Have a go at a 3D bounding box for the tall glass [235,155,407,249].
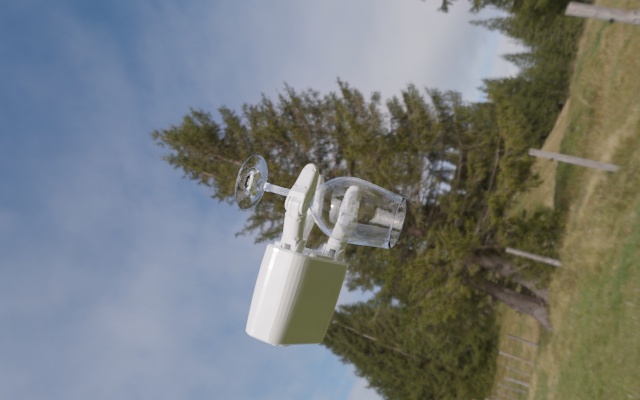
[{"bbox_3d":[-0.001,0.002,0.582,0.201,0.079,0.079,15,5,21],"label":"tall glass"}]
